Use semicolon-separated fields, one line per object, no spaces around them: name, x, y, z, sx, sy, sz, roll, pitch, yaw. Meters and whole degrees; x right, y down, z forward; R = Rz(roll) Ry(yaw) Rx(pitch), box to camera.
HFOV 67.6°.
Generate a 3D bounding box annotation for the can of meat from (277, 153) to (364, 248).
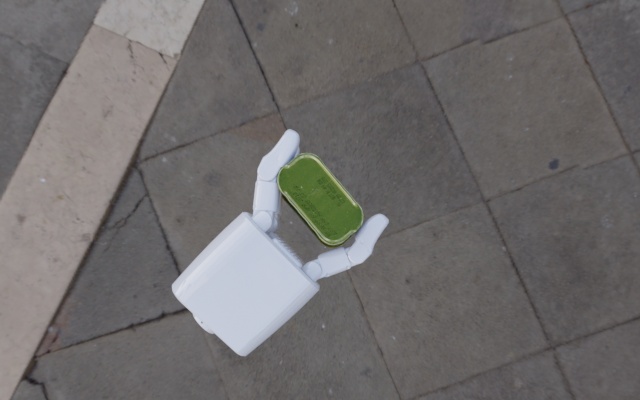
can of meat;0.000;0.002;0.508;0.057;0.102;0.084;-40;-4;-3
